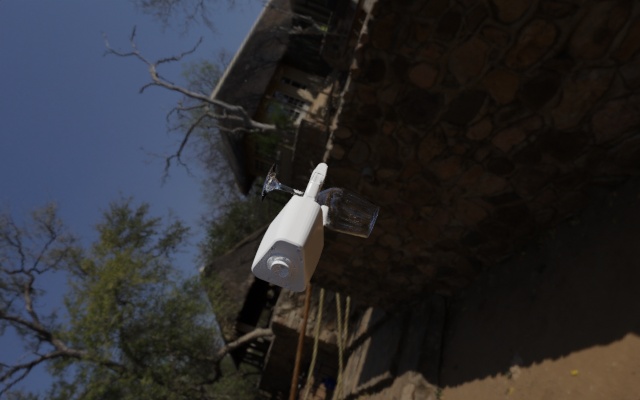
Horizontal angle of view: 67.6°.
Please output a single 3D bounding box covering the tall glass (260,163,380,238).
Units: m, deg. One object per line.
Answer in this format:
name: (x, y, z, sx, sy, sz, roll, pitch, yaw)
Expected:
tall glass: (0.000, 0.002, 0.846, 0.201, 0.079, 0.079, 21, 0, 1)
